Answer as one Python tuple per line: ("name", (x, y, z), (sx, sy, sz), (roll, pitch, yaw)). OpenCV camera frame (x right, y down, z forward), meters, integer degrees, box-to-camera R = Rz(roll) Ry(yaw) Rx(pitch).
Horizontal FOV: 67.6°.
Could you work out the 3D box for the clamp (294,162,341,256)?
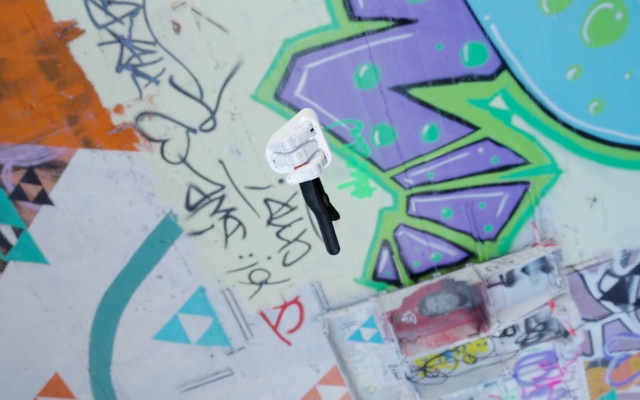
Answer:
("clamp", (-0.001, 0.003, 0.865), (0.039, 0.171, 0.120), (-18, 22, 7))
